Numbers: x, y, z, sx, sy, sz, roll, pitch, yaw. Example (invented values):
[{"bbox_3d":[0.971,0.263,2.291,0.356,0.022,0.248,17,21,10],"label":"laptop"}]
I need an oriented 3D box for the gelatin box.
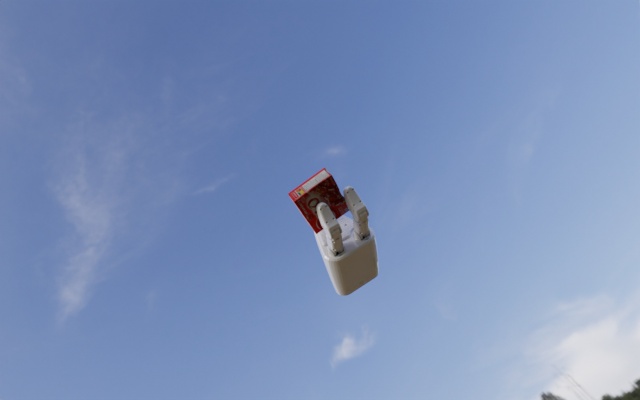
[{"bbox_3d":[0.000,0.002,0.773,0.073,0.089,0.030,-35,41,-4],"label":"gelatin box"}]
